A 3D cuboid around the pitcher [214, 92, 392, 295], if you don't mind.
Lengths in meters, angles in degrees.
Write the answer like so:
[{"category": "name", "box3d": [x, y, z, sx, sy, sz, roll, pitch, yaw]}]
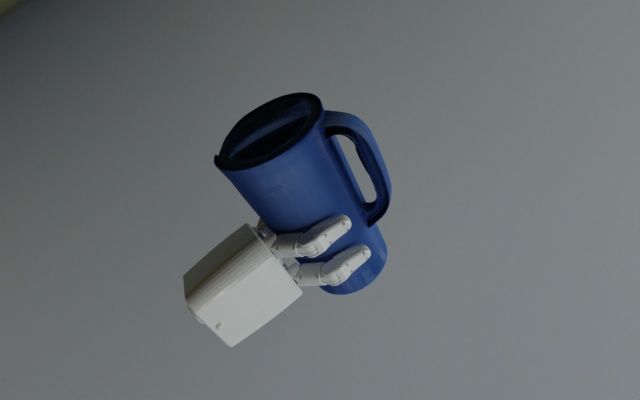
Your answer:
[{"category": "pitcher", "box3d": [0.000, 0.002, 0.571, 0.145, 0.243, 0.149, -39, 35, -9]}]
